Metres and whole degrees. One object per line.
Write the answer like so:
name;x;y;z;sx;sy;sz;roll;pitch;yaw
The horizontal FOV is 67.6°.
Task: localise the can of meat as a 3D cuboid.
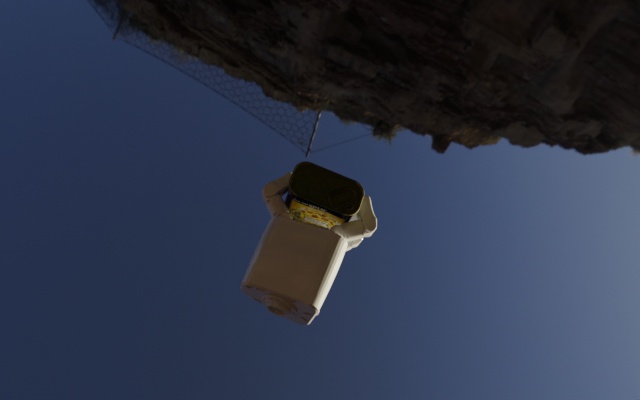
can of meat;0.000;0.002;0.676;0.102;0.057;0.084;22;-31;-2
